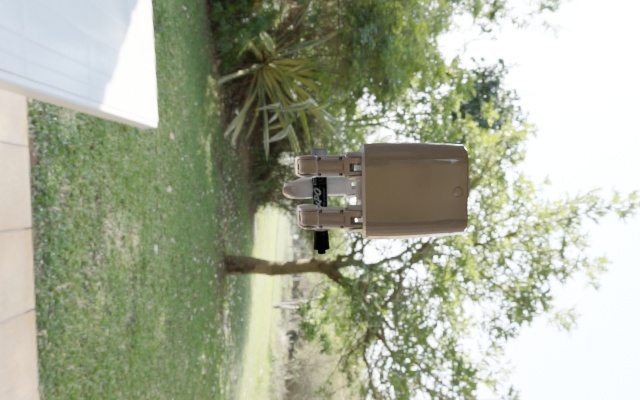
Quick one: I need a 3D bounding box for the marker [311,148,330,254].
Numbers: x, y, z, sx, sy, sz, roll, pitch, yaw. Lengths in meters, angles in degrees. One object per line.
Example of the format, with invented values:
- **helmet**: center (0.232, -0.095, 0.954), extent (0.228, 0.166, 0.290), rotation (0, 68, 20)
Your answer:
- **marker**: center (0.000, 0.002, 0.543), extent (0.020, 0.121, 0.020), rotation (-1, 9, 0)
